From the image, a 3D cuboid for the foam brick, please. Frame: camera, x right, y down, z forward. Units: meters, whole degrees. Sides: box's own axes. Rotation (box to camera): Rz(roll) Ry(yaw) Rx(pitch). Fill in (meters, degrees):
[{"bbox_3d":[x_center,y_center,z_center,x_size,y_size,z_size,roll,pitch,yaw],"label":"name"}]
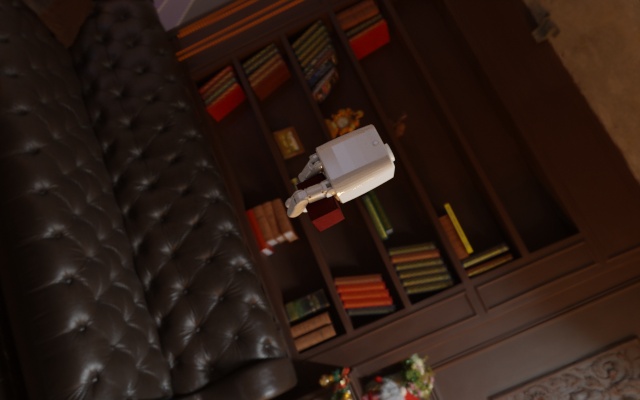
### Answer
[{"bbox_3d":[0.000,0.003,0.815,0.051,0.078,0.053,-25,-26,4],"label":"foam brick"}]
